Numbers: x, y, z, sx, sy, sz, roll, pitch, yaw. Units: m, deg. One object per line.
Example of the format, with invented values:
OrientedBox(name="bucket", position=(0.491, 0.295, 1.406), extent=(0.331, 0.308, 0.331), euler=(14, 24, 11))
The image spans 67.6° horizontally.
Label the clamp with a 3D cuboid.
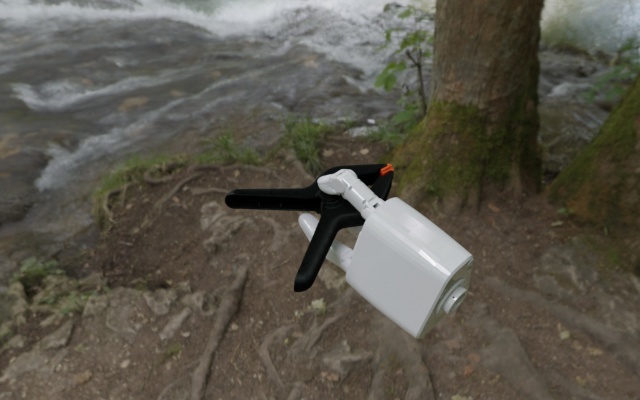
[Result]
OrientedBox(name="clamp", position=(0.001, 0.001, 0.583), extent=(0.210, 0.036, 0.164), euler=(-33, 57, -29))
